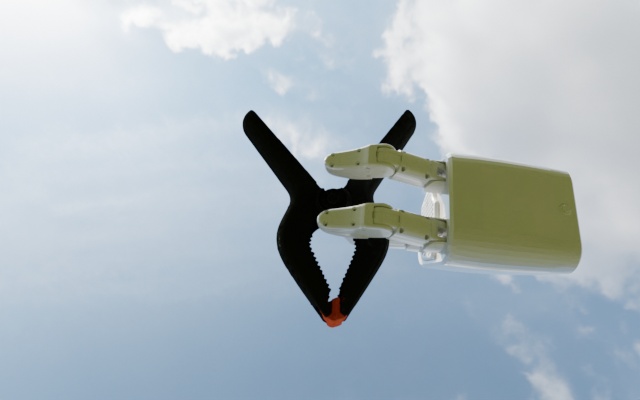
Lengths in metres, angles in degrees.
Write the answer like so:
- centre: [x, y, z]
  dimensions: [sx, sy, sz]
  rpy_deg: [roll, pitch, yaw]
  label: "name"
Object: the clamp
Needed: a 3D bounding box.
- centre: [0.000, 0.002, 0.420]
  dimensions: [0.164, 0.210, 0.036]
  rpy_deg: [5, -26, 3]
  label: "clamp"
